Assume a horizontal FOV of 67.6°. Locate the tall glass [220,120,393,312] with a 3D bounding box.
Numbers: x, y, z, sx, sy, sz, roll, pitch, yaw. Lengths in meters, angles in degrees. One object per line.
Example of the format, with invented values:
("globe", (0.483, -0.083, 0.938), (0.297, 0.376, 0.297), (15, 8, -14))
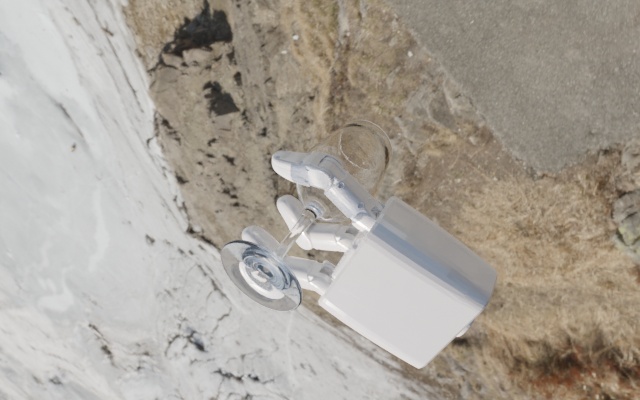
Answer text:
("tall glass", (0.000, 0.002, 0.431), (0.079, 0.079, 0.201), (0, 36, 35))
